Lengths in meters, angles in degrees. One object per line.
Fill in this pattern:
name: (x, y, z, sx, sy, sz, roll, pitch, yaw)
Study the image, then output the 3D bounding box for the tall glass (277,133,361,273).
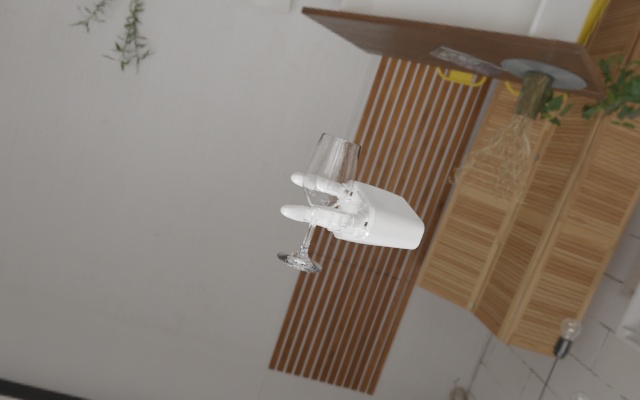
tall glass: (0.000, 0.003, 0.723, 0.079, 0.201, 0.079, 18, 9, -3)
